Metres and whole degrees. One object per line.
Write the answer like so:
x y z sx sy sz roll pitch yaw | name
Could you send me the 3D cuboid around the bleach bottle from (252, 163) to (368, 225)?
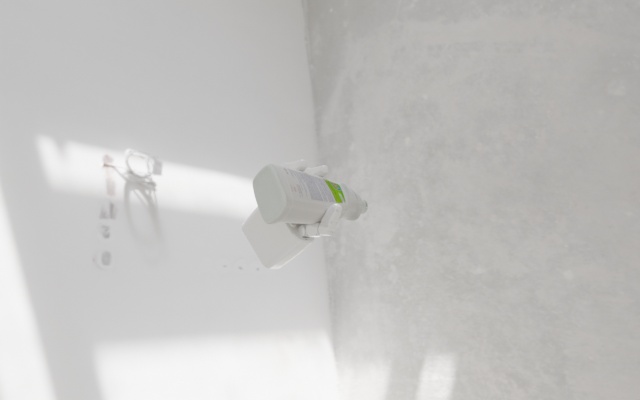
0.000 0.003 0.860 0.251 0.102 0.068 11 -44 -45 | bleach bottle
